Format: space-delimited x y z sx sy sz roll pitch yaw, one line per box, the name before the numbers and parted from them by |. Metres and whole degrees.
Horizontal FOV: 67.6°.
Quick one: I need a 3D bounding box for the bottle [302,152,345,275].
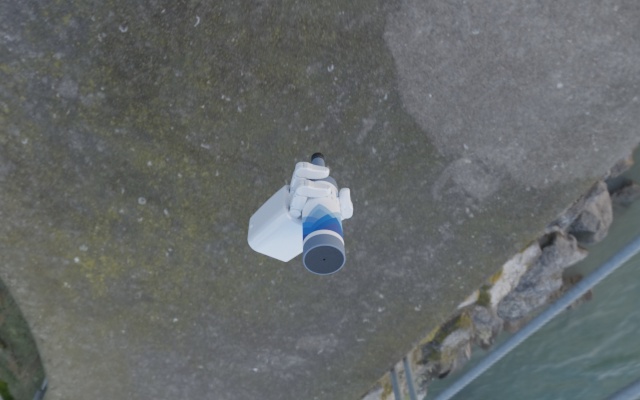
bottle | 0.000 0.003 0.857 0.069 0.069 0.295 0 38 -3
